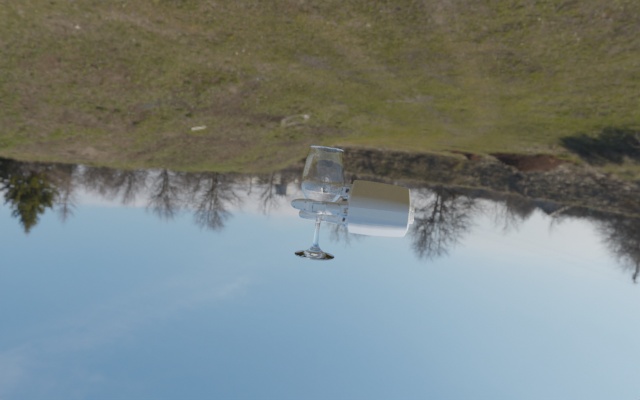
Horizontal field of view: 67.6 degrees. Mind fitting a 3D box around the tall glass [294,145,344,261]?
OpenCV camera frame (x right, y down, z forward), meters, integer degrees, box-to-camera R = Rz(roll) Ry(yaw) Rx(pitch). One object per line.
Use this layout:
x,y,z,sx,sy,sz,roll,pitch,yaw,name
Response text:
0.000,0.004,0.868,0.079,0.201,0.079,6,5,-1,tall glass
